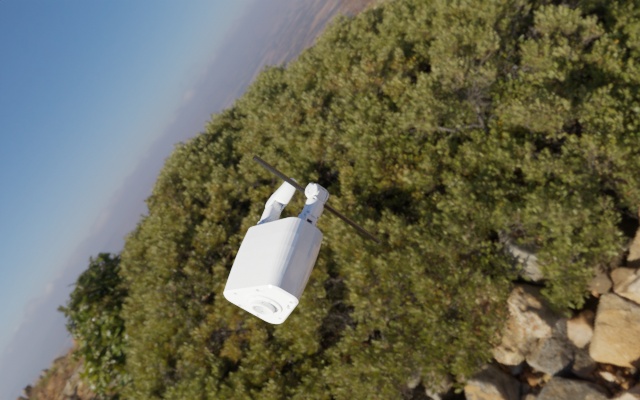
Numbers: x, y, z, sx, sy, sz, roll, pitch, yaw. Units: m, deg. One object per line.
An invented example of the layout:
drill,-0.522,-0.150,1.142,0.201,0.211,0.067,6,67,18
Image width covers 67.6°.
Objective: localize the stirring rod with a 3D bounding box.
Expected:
stirring rod,0.000,0.002,0.715,0.239,0.011,0.011,34,-13,-19
